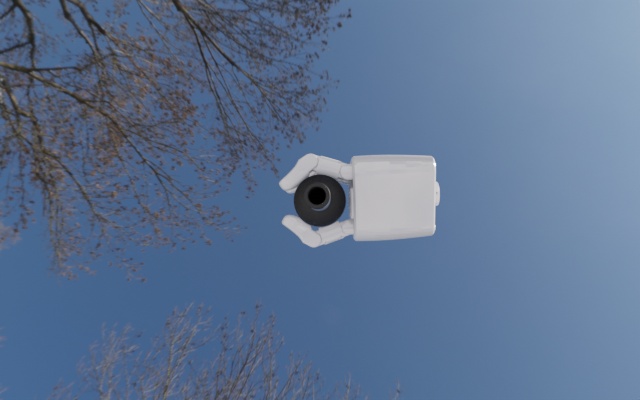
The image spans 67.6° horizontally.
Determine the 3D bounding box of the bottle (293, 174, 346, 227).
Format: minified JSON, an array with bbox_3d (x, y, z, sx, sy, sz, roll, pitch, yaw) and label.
[{"bbox_3d":[0.000,0.002,0.635,0.069,0.069,0.296,0,-3,1],"label":"bottle"}]
